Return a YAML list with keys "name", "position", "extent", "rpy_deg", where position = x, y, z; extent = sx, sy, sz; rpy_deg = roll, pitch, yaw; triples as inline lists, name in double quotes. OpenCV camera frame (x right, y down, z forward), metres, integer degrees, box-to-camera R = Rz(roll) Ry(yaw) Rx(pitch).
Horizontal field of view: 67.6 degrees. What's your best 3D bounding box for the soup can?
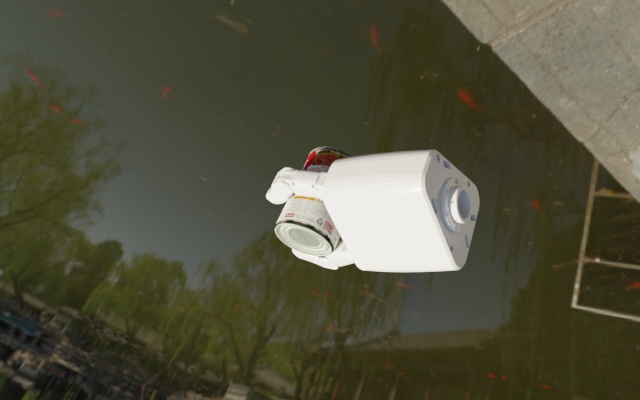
- name: "soup can"
  position: [0.000, 0.002, 0.522]
  extent: [0.068, 0.102, 0.068]
  rpy_deg: [18, -29, 10]
